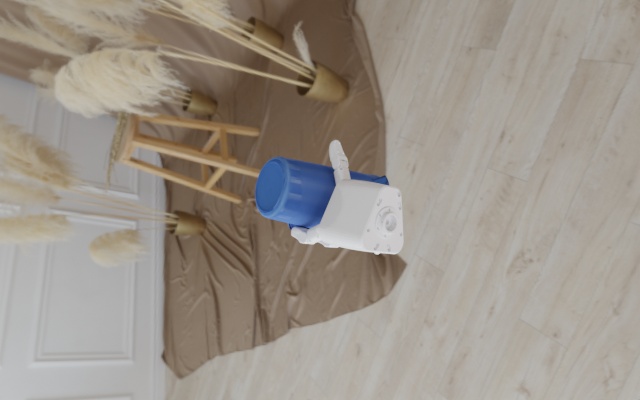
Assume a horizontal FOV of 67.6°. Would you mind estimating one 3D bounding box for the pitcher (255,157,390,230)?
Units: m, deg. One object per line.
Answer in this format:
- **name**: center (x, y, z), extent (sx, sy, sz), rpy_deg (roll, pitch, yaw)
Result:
- **pitcher**: center (0.000, 0.003, 0.890), extent (0.243, 0.149, 0.145), rpy_deg (12, -1, -37)
